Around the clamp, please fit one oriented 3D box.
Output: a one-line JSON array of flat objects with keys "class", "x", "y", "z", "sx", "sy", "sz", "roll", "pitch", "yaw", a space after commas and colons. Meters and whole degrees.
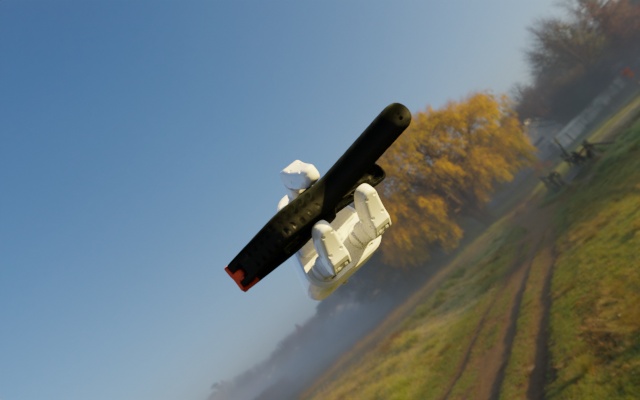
[{"class": "clamp", "x": -0.001, "y": 0.001, "z": 0.444, "sx": 0.210, "sy": 0.036, "sz": 0.165, "roll": -40, "pitch": -12, "yaw": -17}]
